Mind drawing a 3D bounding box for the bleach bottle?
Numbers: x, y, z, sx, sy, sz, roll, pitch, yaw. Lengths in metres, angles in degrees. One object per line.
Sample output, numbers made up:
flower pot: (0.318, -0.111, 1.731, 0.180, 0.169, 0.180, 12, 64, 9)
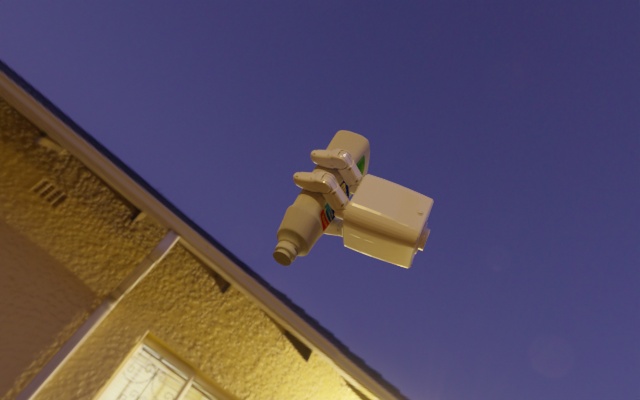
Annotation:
bleach bottle: (0.000, 0.002, 0.720, 0.068, 0.103, 0.250, 20, 49, 14)
